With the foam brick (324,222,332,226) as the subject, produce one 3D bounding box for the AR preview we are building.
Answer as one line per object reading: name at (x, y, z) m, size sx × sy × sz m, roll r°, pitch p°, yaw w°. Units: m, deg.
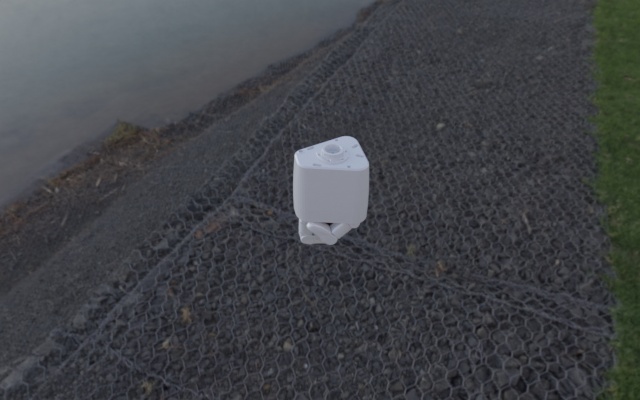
foam brick at (0.000, 0.003, 0.829) m, size 0.053 × 0.051 × 0.078 m, roll -9°, pitch 41°, yaw -10°
